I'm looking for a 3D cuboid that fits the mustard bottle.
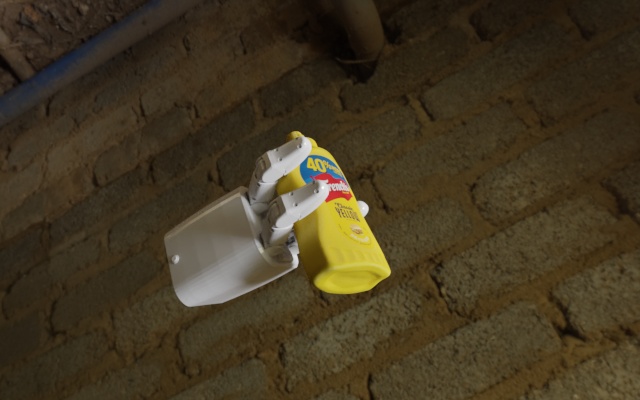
[{"bbox_3d":[0.000,0.002,0.502,0.096,0.191,0.058,13,-47,-44],"label":"mustard bottle"}]
